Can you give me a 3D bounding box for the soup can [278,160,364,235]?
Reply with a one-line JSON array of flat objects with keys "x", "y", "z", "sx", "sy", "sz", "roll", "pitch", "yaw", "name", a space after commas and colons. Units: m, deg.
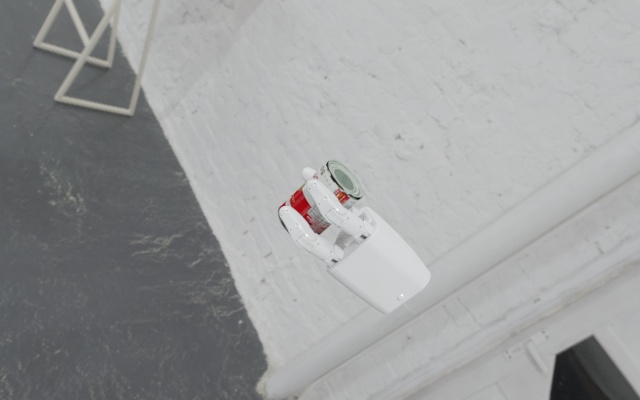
[{"x": 0.000, "y": 0.002, "z": 0.645, "sx": 0.102, "sy": 0.068, "sz": 0.068, "roll": -42, "pitch": -21, "yaw": 25, "name": "soup can"}]
